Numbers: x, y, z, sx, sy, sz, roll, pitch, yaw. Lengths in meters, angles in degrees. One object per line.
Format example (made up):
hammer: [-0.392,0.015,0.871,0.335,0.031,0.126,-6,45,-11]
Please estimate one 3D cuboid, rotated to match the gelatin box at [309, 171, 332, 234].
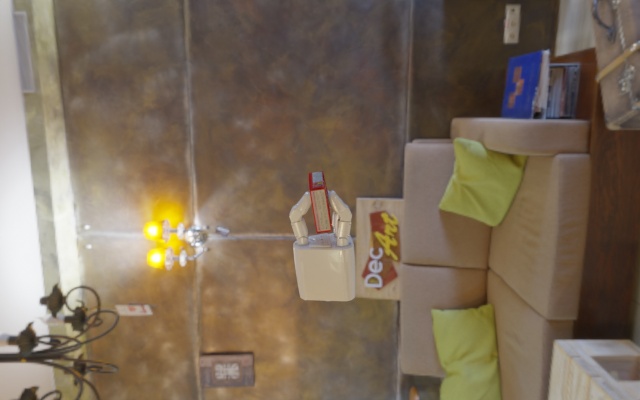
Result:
gelatin box: [0.000,0.003,0.848,0.030,0.089,0.073,-9,26,2]
